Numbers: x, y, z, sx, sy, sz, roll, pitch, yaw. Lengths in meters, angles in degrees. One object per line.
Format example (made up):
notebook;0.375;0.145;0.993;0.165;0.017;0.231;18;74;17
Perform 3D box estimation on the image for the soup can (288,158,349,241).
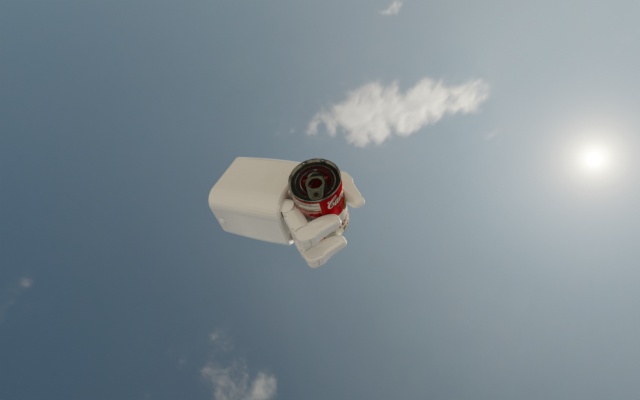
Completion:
soup can;0.001;0.002;0.637;0.068;0.068;0.102;0;-35;11
